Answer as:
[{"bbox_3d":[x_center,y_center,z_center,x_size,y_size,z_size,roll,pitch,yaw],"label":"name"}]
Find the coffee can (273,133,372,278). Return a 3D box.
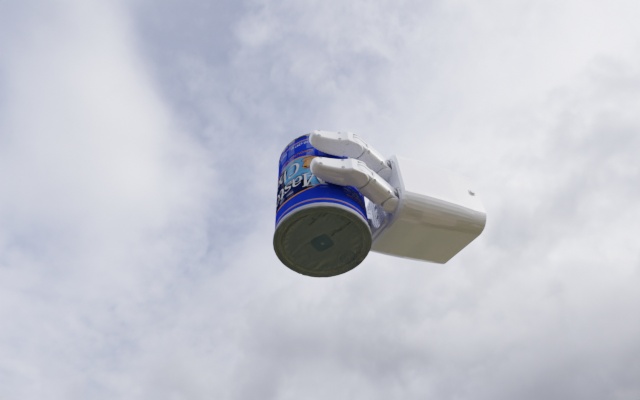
[{"bbox_3d":[0.000,0.002,0.545,0.103,0.103,0.140,0,39,-2],"label":"coffee can"}]
